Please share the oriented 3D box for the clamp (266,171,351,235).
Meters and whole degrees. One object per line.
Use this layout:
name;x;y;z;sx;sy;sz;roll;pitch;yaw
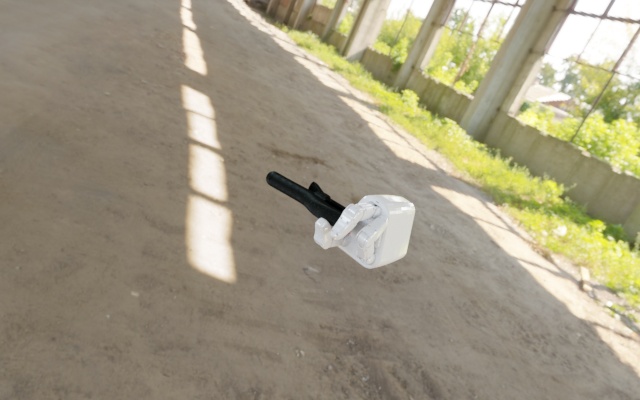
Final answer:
clamp;0.000;0.002;0.794;0.171;0.039;0.120;36;21;30
